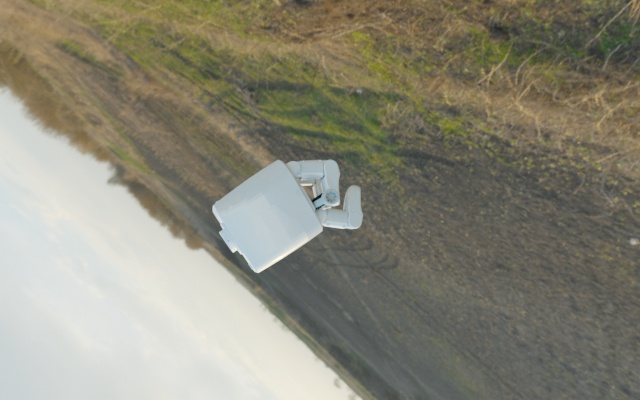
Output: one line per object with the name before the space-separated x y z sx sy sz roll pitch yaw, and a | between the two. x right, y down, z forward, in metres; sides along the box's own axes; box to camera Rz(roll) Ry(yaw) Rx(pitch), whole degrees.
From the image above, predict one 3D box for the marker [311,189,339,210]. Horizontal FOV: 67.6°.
marker | 0.000 0.002 0.621 0.020 0.020 0.121 0 -6 -12
